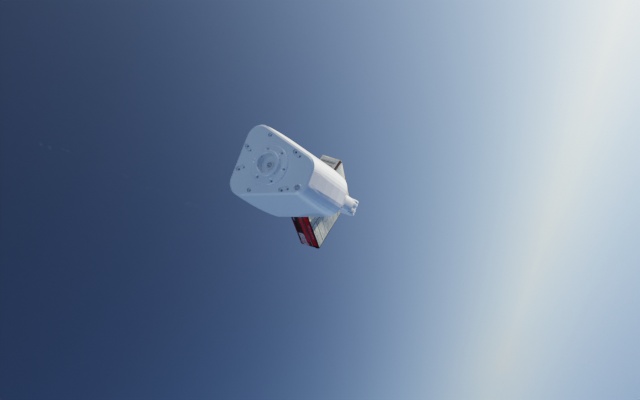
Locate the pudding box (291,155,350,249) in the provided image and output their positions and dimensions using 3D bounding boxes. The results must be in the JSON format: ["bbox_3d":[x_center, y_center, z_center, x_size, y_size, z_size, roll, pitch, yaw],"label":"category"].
[{"bbox_3d":[0.000,0.002,0.724,0.039,0.113,0.090,18,-34,27],"label":"pudding box"}]
